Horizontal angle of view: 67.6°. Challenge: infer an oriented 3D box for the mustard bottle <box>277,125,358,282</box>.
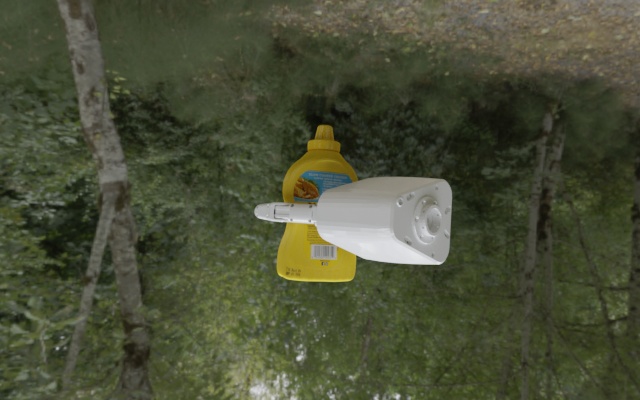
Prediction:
[{"bbox_3d":[0.000,0.002,0.594,0.096,0.191,0.058,5,-3,-18],"label":"mustard bottle"}]
